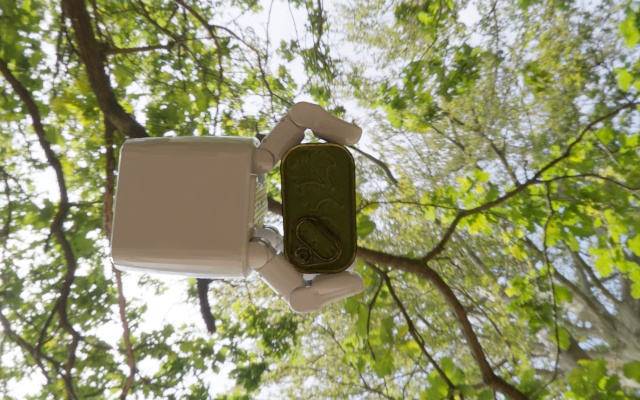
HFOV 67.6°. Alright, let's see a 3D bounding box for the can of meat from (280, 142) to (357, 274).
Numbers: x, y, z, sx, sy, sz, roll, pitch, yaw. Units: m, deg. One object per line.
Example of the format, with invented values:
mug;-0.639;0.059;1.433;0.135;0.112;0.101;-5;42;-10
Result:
can of meat;0.000;0.001;0.404;0.057;0.102;0.084;-2;8;2
